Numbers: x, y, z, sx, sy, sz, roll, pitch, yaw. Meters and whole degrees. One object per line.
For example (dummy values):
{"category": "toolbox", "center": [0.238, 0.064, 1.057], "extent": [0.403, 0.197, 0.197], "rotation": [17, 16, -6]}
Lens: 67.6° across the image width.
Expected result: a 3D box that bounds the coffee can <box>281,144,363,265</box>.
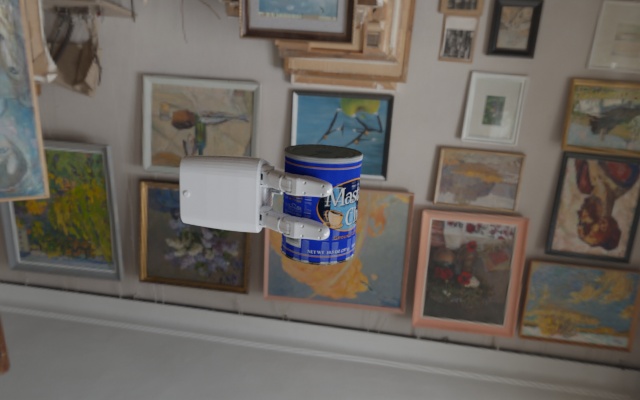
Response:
{"category": "coffee can", "center": [0.000, 0.002, 0.642], "extent": [0.103, 0.140, 0.102], "rotation": [3, 16, -1]}
